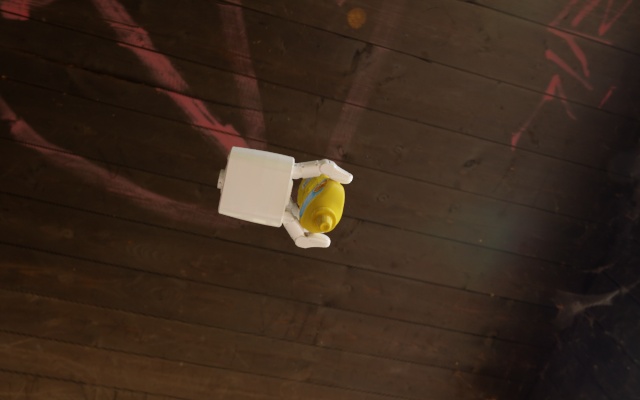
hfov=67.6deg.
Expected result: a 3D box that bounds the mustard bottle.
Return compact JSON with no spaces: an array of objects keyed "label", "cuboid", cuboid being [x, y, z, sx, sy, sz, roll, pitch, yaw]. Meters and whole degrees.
[{"label":"mustard bottle","cuboid":[0.000,0.003,0.821,0.058,0.096,0.191,35,17,-17]}]
